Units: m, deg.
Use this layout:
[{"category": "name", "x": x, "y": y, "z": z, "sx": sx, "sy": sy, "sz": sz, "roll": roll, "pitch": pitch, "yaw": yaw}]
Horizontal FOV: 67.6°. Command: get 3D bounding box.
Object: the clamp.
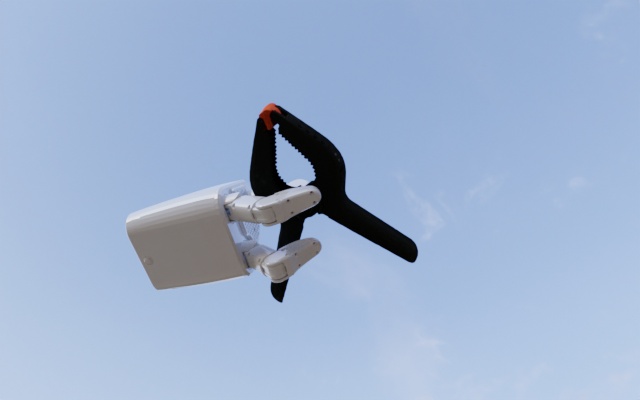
[{"category": "clamp", "x": 0.000, "y": 0.001, "z": 0.475, "sx": 0.164, "sy": 0.210, "sz": 0.036, "roll": -13, "pitch": 23, "yaw": 9}]
